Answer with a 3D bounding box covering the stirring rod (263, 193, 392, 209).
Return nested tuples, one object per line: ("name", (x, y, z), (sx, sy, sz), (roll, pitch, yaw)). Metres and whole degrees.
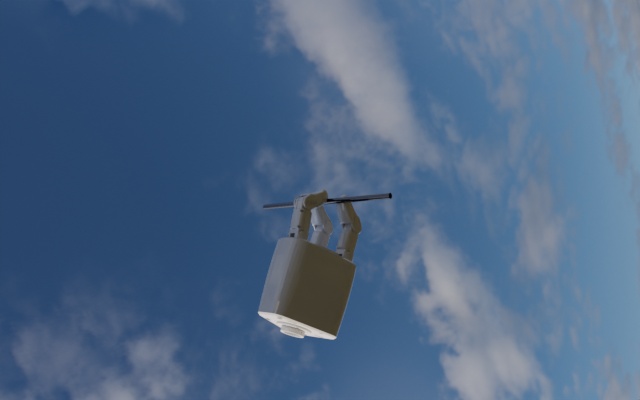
("stirring rod", (0.000, 0.002, 0.699), (0.239, 0.011, 0.011), (-5, -4, 41))
